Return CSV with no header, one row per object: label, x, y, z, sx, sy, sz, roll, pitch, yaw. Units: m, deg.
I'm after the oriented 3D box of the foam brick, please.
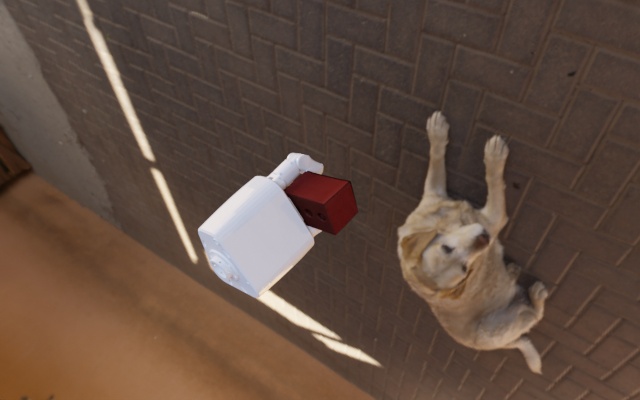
foam brick,0.000,0.002,0.616,0.078,0.053,0.051,16,47,40
